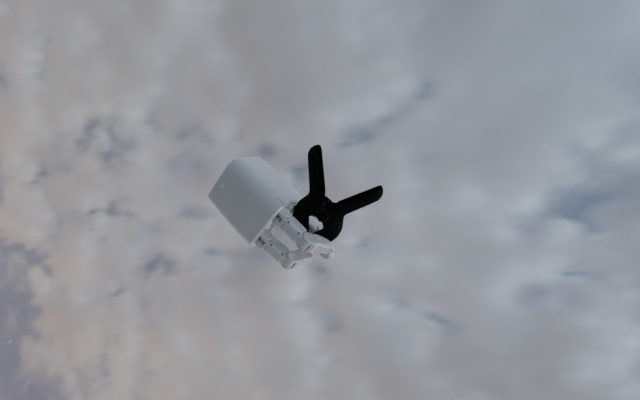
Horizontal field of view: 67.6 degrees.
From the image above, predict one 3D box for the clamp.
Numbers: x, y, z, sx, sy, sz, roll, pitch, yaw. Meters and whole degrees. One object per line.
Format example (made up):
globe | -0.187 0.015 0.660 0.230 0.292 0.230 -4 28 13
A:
clamp | 0.000 0.002 0.709 0.171 0.120 0.039 -49 -7 32
